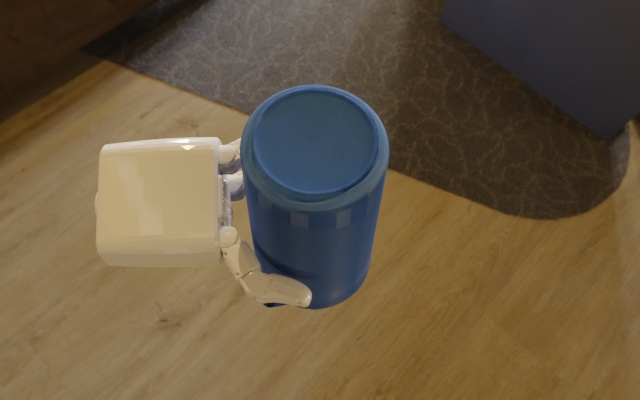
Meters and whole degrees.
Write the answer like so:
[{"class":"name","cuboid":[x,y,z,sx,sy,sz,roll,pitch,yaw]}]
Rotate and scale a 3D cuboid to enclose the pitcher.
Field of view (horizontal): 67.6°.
[{"class":"pitcher","cuboid":[0.000,0.002,0.446,0.145,0.149,0.243,-3,-25,-3]}]
